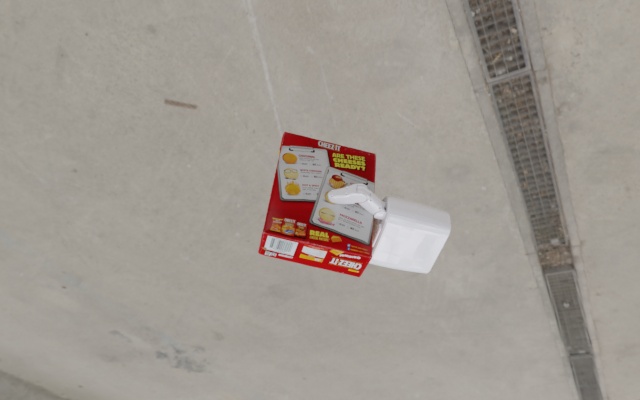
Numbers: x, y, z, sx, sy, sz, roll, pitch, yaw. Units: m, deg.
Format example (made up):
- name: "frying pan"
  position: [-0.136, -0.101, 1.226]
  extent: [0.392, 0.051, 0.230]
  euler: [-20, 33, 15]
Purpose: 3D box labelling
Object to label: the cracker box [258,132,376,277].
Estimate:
- name: "cracker box"
  position: [0.000, 0.003, 0.765]
  extent: [0.164, 0.213, 0.072]
  euler: [13, -40, -7]
